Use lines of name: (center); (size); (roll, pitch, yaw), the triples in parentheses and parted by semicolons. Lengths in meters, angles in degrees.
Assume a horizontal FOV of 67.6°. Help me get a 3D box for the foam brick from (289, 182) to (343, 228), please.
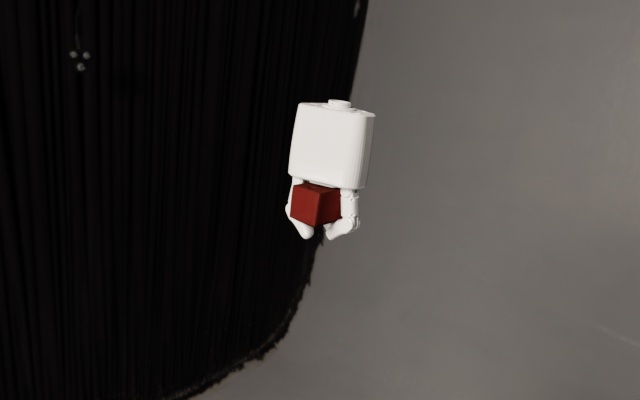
foam brick: (0.000, 0.002, 0.703); (0.053, 0.051, 0.078); (20, 21, 36)
